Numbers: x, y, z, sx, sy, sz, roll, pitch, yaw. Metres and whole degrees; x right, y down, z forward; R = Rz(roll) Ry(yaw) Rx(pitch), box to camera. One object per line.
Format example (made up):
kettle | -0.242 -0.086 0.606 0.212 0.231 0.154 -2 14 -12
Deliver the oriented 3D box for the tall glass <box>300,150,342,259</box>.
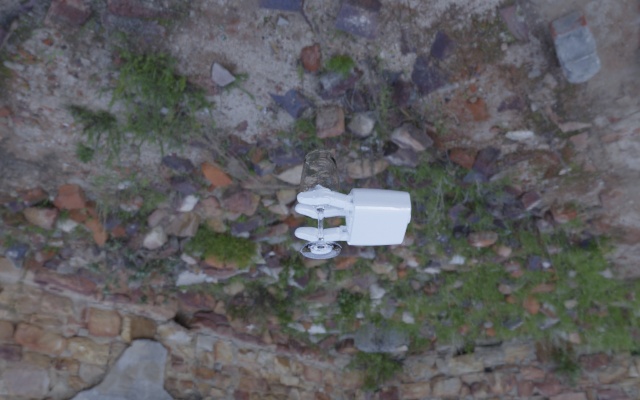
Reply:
tall glass | 0.000 0.004 0.898 0.079 0.201 0.079 -1 -30 0
